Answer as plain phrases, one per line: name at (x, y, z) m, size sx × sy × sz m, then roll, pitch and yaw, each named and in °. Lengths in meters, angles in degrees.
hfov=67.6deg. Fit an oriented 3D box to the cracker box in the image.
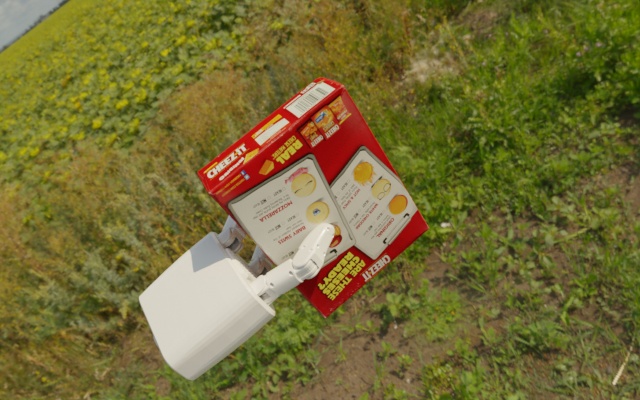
cracker box at (0.000, 0.002, 0.522) m, size 0.164 × 0.214 × 0.072 m, roll -40°, pitch 33°, yaw -4°
